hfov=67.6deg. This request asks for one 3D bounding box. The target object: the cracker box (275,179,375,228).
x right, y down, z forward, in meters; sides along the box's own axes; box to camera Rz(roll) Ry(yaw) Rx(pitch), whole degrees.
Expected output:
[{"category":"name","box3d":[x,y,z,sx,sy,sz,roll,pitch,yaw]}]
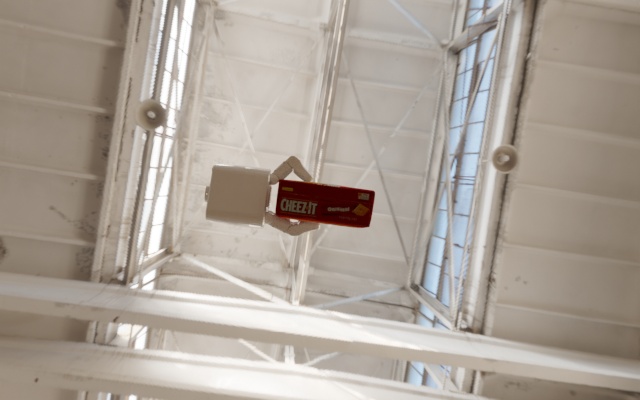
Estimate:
[{"category":"cracker box","box3d":[0.000,0.003,0.897,0.164,0.072,0.213,7,2,-4]}]
